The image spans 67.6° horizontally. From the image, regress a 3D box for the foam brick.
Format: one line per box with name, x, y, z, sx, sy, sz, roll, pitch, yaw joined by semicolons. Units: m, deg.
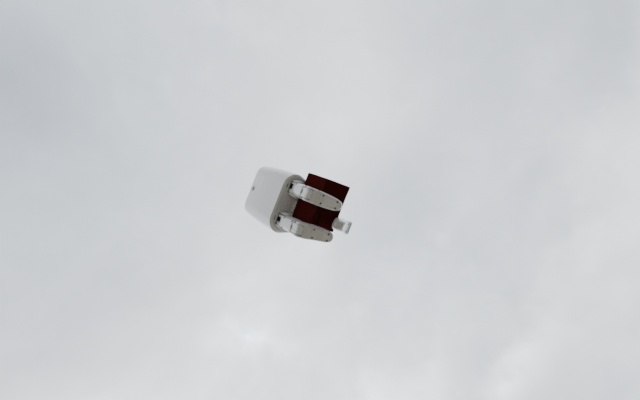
foam brick;0.000;0.002;0.758;0.053;0.078;0.051;21;1;-39
